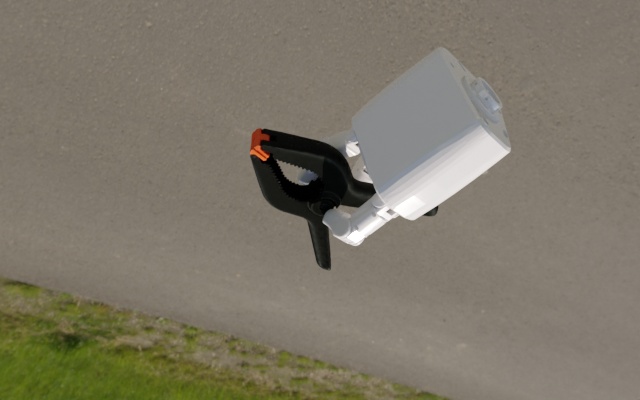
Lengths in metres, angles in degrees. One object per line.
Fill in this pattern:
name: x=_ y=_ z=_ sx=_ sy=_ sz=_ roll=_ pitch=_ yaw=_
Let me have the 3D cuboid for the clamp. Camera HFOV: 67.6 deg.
clamp: x=0.000 y=0.002 z=0.508 sx=0.210 sy=0.036 sz=0.165 roll=31 pitch=-54 yaw=-30
